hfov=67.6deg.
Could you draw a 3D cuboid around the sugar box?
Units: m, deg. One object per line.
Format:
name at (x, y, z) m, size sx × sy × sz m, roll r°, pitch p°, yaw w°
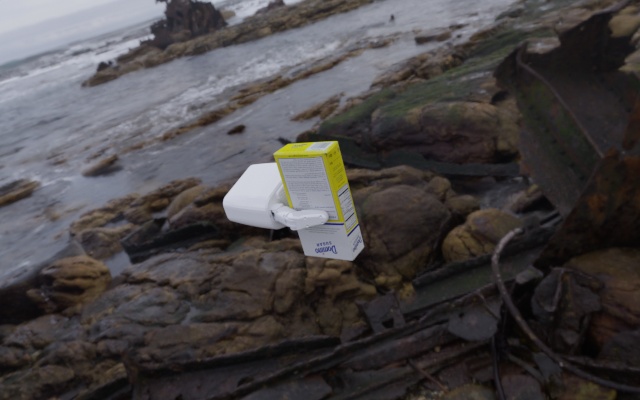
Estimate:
sugar box at (0.000, 0.002, 0.711) m, size 0.093 × 0.176 × 0.048 m, roll 2°, pitch 31°, yaw 35°
